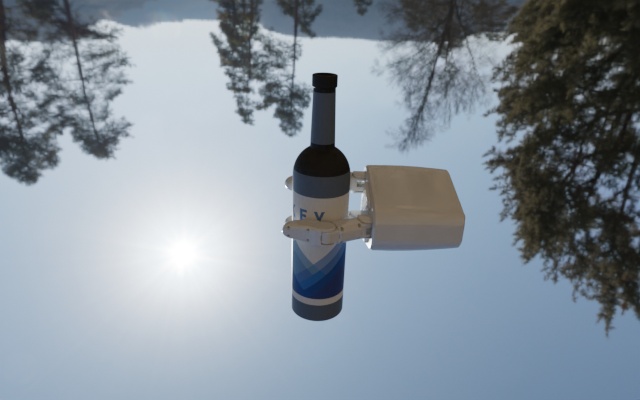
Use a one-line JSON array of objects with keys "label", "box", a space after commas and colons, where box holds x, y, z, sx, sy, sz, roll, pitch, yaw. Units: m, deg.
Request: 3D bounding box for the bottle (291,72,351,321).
[{"label": "bottle", "box": [0.000, 0.002, 0.562, 0.069, 0.296, 0.069, 2, 24, -1]}]
